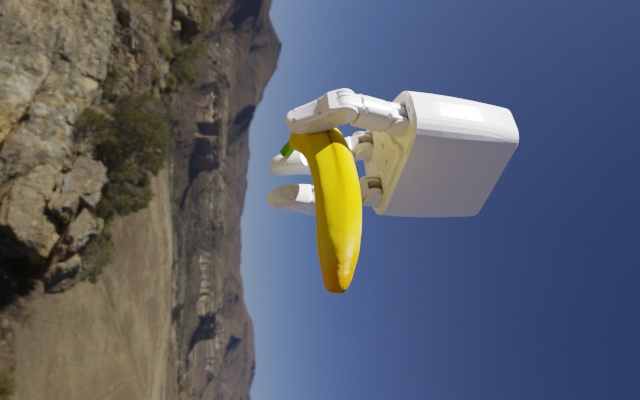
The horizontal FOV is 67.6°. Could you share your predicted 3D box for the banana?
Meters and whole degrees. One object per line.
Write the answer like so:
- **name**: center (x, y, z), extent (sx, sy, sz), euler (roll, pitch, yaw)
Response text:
- **banana**: center (0.004, -0.016, 0.395), extent (0.037, 0.070, 0.197), euler (6, 35, -19)
